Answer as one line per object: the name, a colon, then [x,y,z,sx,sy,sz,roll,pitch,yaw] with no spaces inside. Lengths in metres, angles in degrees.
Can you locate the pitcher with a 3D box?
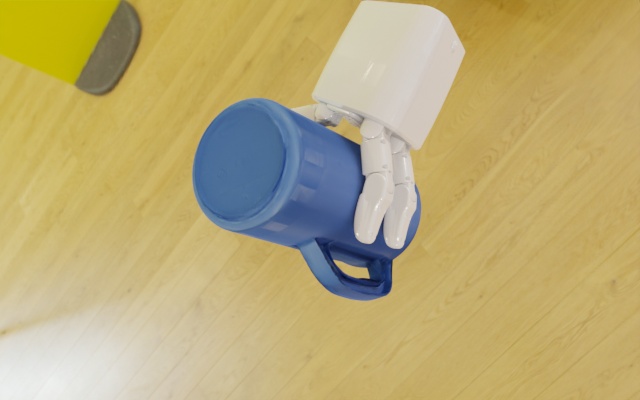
pitcher: [0.000,0.001,0.462,0.149,0.145,0.243,29,5,32]
